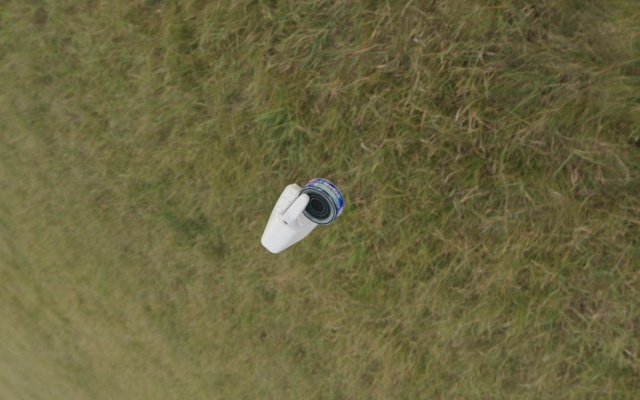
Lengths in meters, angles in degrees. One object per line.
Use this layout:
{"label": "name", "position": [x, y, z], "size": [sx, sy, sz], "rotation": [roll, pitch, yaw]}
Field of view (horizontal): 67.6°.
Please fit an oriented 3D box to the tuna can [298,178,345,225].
{"label": "tuna can", "position": [0.000, 0.003, 0.895], "size": [0.086, 0.086, 0.033], "rotation": [0, 31, 36]}
